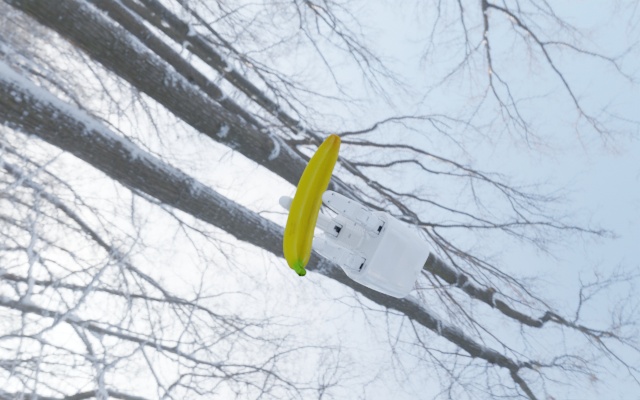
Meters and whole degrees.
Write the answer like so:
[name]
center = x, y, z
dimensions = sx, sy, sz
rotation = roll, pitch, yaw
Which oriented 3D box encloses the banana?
[banana]
center = -0.012, 0.009, 0.611
dimensions = 0.037, 0.197, 0.069
rotation = 27, -28, -30
